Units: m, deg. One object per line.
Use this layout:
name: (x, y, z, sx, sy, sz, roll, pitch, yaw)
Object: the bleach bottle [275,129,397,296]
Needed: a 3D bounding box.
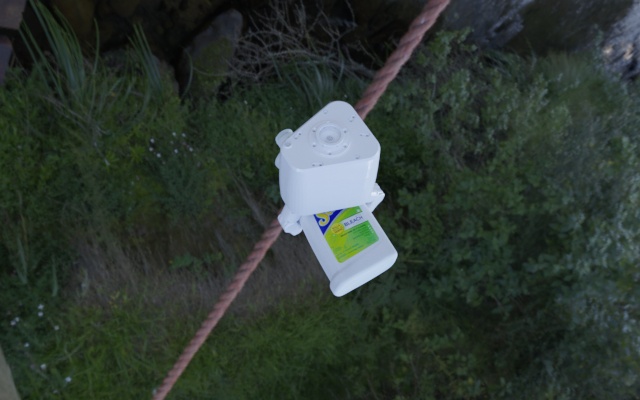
bleach bottle: (0.000, 0.002, 0.677, 0.102, 0.250, 0.068, -27, -23, -14)
